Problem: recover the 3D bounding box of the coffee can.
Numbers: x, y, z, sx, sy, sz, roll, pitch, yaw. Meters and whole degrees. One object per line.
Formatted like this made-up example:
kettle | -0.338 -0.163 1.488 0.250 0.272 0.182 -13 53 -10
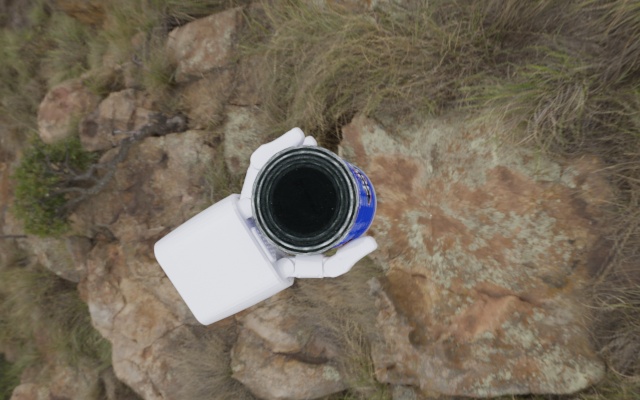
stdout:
coffee can | 0.000 0.002 0.501 0.103 0.103 0.140 0 -2 13
